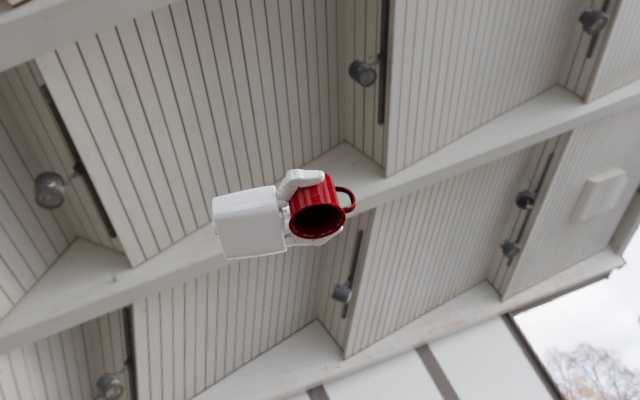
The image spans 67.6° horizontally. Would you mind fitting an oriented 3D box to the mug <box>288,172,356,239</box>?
[{"bbox_3d":[0.002,0.002,0.791,0.117,0.081,0.093,-9,-40,-4],"label":"mug"}]
